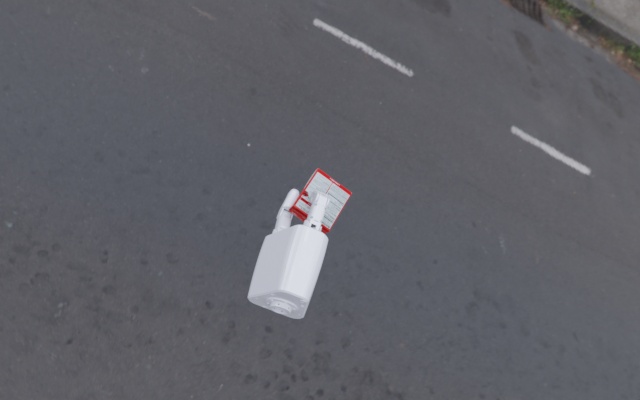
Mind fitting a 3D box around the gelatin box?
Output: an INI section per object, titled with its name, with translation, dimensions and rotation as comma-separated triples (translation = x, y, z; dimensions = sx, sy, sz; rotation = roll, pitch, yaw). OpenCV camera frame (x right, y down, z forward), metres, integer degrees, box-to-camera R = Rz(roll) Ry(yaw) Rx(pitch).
[gelatin box]
translation = 0.000, 0.002, 0.796
dimensions = 0.073, 0.089, 0.030
rotation = 36, -29, -6
